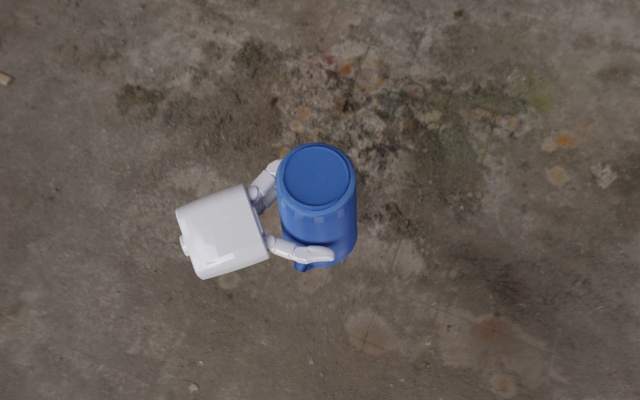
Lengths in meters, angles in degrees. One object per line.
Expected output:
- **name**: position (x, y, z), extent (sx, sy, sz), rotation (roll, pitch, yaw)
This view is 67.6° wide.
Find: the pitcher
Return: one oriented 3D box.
- **pitcher**: position (0.000, 0.003, 0.737), extent (0.145, 0.149, 0.243), rotation (-18, -21, -6)
